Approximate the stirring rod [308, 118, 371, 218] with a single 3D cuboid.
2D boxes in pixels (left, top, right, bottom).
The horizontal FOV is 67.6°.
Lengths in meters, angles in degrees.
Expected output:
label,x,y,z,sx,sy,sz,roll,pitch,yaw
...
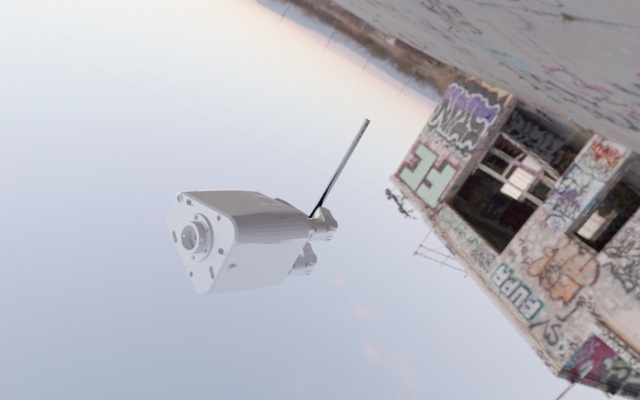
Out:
label,x,y,z,sx,sy,sz,roll,pitch,yaw
stirring rod,0.000,0.002,0.608,0.011,0.239,0.011,26,21,-11
